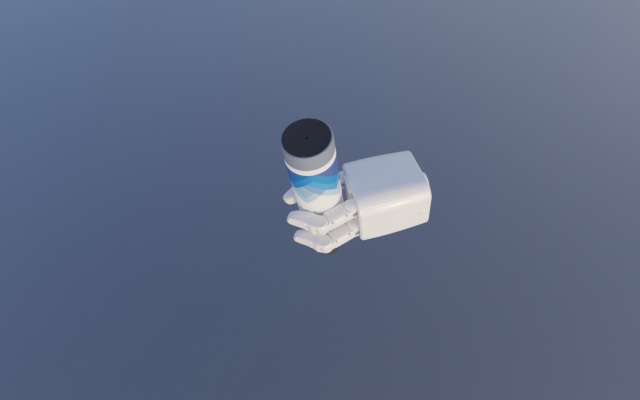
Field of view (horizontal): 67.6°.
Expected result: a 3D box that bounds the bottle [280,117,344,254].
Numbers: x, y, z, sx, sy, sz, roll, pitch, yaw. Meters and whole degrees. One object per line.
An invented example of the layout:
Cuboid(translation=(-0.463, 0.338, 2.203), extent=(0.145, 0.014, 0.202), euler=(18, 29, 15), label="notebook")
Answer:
Cuboid(translation=(0.000, 0.002, 0.702), extent=(0.069, 0.069, 0.296), euler=(0, -32, 8), label="bottle")
